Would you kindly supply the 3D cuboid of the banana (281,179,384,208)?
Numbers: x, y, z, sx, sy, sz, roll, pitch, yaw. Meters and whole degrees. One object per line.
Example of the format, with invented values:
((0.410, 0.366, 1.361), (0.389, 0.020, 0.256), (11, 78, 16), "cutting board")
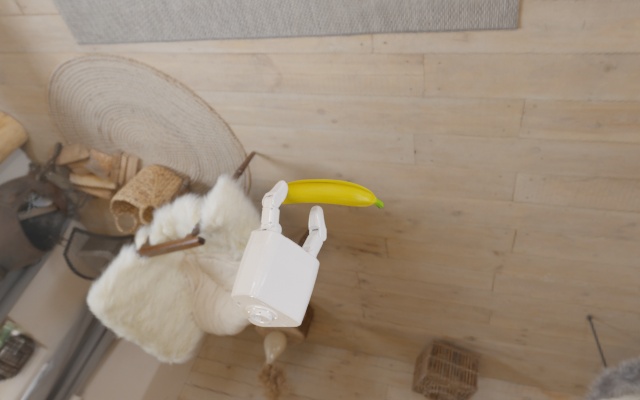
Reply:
((0.001, -0.007, 0.773), (0.198, 0.037, 0.070), (5, -33, 11), "banana")
